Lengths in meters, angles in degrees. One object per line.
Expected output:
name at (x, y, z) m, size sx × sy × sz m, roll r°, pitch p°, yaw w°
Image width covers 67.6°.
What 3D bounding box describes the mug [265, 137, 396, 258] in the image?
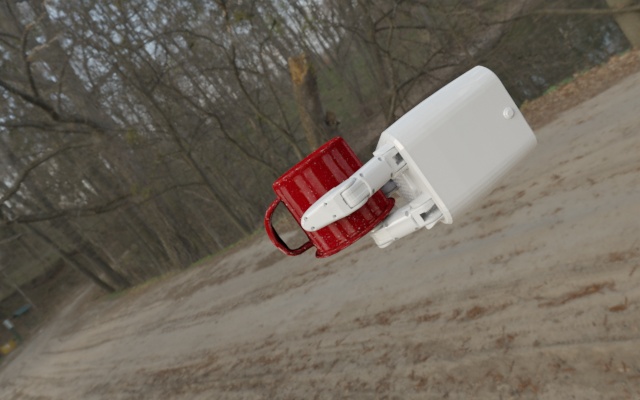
mug at (-0.001, 0.002, 0.448) m, size 0.117 × 0.081 × 0.093 m, roll -37°, pitch 7°, yaw -7°
